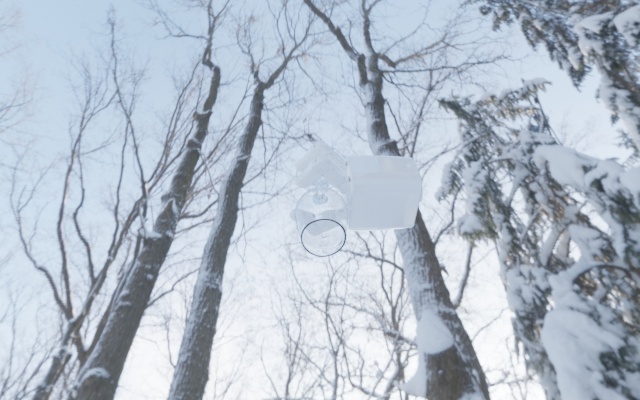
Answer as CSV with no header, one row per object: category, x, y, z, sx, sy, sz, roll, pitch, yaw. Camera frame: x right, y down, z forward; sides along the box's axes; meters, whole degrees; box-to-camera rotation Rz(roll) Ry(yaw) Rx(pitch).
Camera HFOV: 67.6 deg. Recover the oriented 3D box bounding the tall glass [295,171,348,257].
tall glass,0.000,0.002,0.728,0.079,0.079,0.201,0,29,-2
